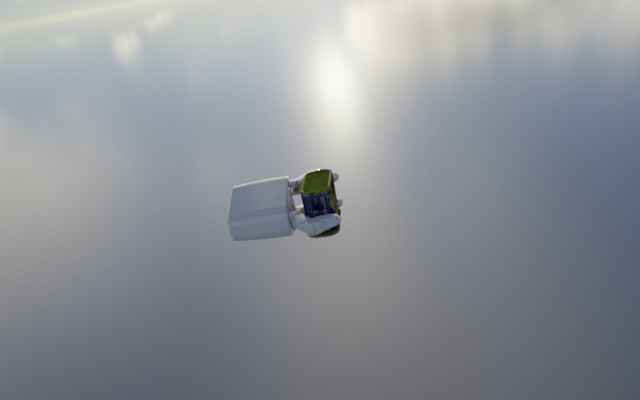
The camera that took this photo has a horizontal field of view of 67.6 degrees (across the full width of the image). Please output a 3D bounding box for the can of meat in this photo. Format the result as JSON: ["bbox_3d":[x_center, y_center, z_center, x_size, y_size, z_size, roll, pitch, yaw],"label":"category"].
[{"bbox_3d":[0.000,0.002,0.830,0.057,0.084,0.102,-7,26,8],"label":"can of meat"}]
